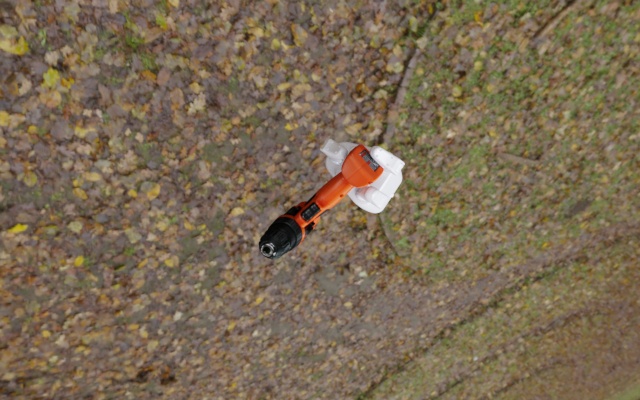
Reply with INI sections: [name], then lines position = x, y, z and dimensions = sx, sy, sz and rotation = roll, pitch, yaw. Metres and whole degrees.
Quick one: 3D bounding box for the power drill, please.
[power drill]
position = 0.001, 0.002, 0.707
dimensions = 0.188, 0.057, 0.184
rotation = -40, 3, 23
